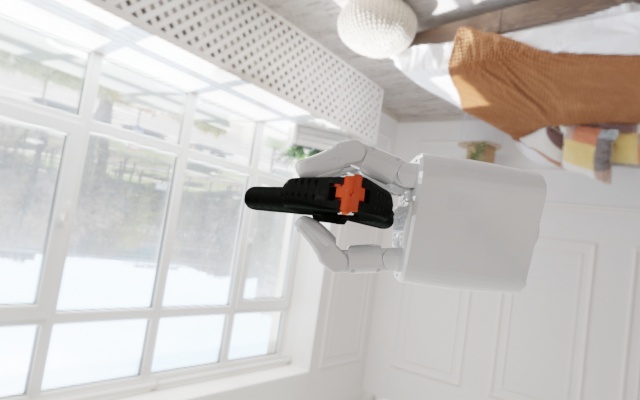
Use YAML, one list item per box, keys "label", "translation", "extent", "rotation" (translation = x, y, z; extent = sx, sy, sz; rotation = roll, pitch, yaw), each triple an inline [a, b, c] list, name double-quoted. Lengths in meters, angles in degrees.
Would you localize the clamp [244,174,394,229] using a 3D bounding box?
- label: "clamp"
  translation: [0.000, 0.002, 0.435]
  extent: [0.164, 0.036, 0.210]
  rotation: [7, -5, 1]
